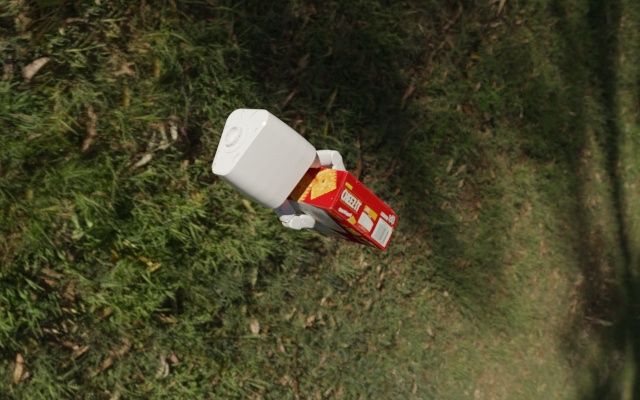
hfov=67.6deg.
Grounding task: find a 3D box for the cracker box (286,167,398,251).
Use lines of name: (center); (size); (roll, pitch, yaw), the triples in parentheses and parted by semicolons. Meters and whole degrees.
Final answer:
cracker box: (0.000, 0.003, 0.806); (0.213, 0.072, 0.164); (13, -18, 44)
